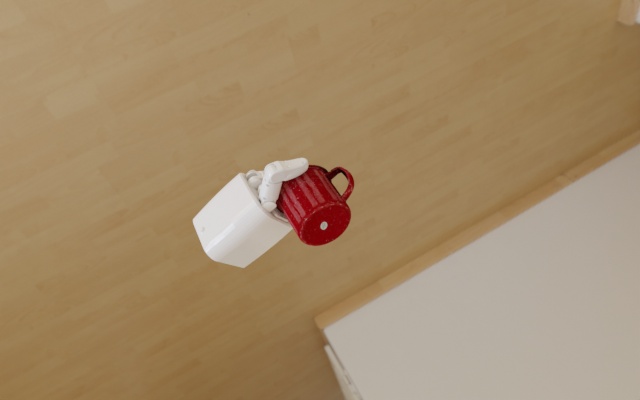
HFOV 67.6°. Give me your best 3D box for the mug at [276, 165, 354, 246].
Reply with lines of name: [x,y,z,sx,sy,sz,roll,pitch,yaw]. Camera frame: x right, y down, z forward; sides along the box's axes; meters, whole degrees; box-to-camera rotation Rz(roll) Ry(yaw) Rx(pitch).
mug: [0.001,0.001,0.675,0.093,0.117,0.081,41,11,-47]
